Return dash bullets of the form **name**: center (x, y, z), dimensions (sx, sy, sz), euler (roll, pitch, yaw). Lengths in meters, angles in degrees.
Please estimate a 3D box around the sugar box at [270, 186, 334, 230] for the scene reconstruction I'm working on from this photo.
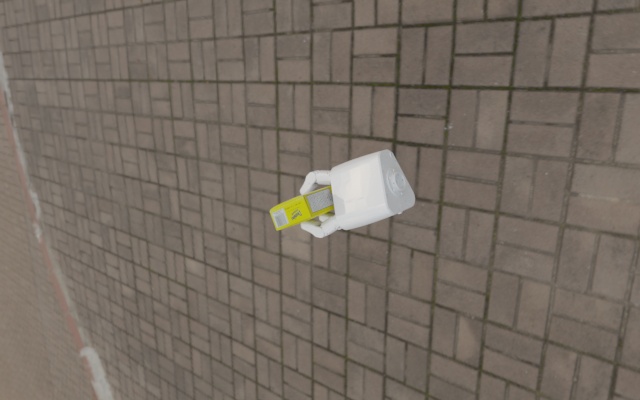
- **sugar box**: center (0.000, 0.003, 0.877), dimensions (0.093, 0.048, 0.176), euler (-22, -3, 41)
